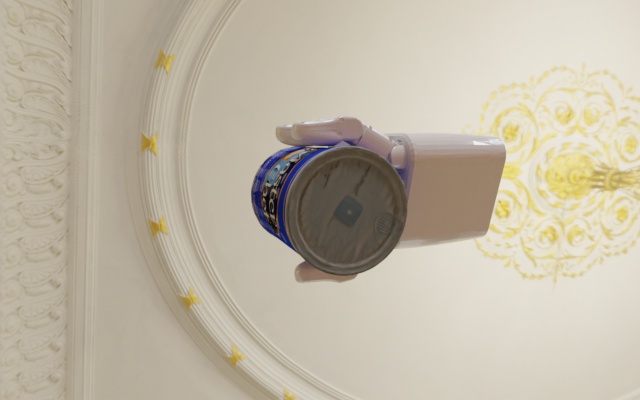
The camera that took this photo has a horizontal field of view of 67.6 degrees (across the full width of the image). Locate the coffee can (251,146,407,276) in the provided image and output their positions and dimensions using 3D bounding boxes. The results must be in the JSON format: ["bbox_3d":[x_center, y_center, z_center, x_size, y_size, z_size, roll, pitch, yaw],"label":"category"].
[{"bbox_3d":[0.000,0.002,0.437,0.103,0.103,0.140,0,6,-20],"label":"coffee can"}]
